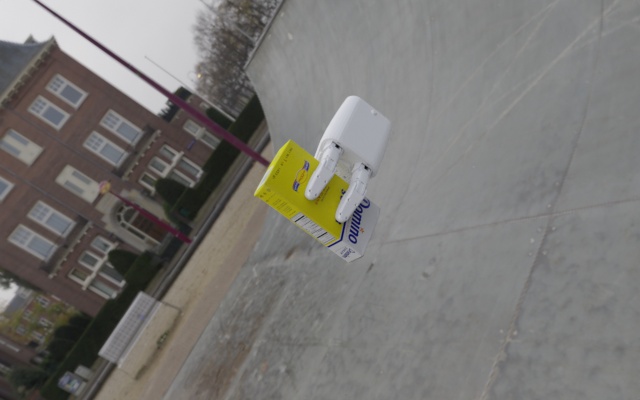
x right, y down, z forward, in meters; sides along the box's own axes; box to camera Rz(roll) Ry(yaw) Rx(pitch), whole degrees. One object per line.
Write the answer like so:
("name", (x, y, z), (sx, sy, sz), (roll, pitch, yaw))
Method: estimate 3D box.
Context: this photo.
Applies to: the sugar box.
("sugar box", (0.000, 0.002, 0.689), (0.176, 0.093, 0.048), (35, -35, -13))
